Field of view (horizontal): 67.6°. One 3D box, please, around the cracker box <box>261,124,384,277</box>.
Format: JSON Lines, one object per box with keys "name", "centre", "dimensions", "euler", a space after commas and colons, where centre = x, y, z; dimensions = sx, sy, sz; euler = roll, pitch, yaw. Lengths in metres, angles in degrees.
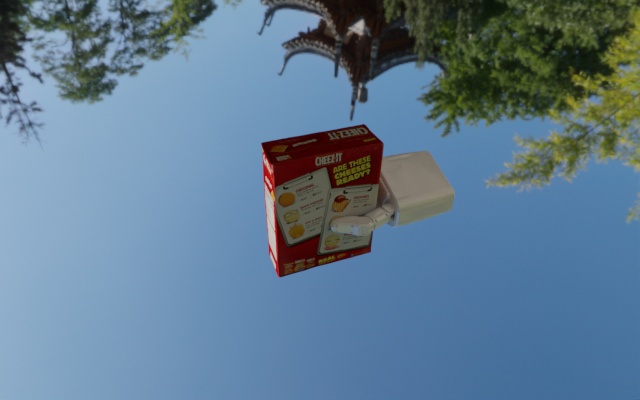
{"name": "cracker box", "centre": [0.000, 0.003, 0.726], "dimensions": [0.164, 0.214, 0.072], "euler": [-13, 40, -17]}
